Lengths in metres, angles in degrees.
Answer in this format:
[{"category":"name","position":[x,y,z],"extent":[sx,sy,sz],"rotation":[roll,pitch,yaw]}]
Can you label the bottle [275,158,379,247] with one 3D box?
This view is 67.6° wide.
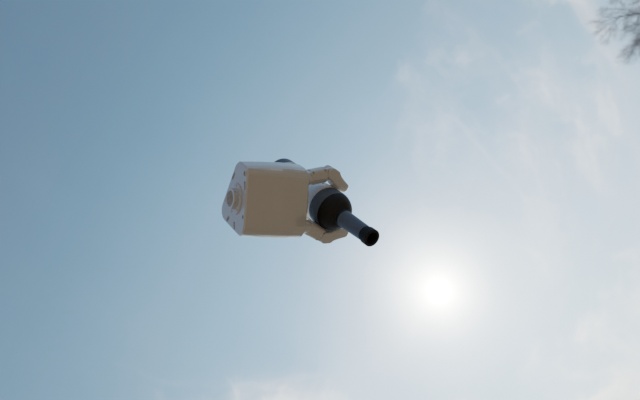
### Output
[{"category":"bottle","position":[0.000,0.003,0.812],"extent":[0.069,0.069,0.295],"rotation":[0,21,-33]}]
